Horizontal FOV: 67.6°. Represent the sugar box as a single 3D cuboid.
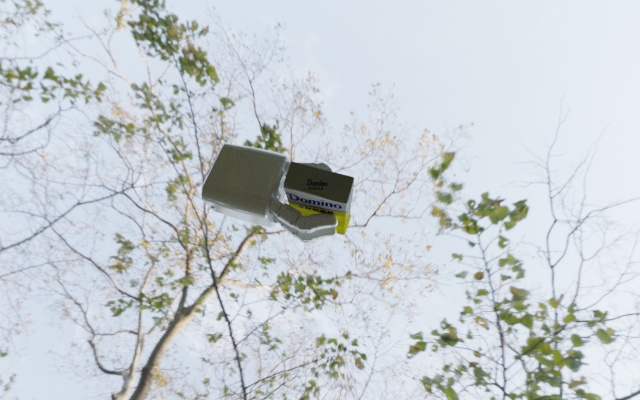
[{"bbox_3d":[0.000,0.003,0.722,0.093,0.048,0.176,15,-15,7],"label":"sugar box"}]
